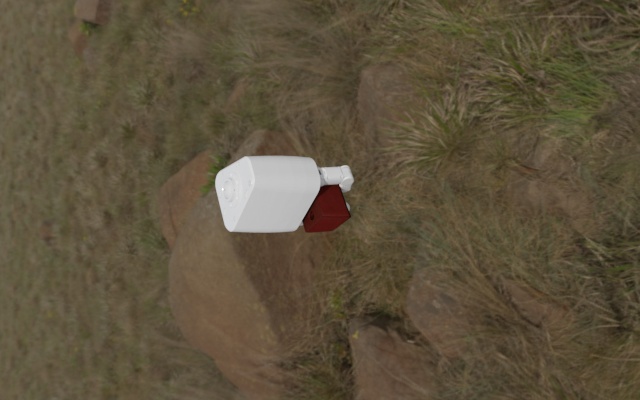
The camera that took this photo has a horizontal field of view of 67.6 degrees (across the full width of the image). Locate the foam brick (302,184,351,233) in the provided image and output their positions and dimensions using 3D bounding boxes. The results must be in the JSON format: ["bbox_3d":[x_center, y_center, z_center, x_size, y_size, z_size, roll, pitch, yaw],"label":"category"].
[{"bbox_3d":[0.000,0.003,0.704,0.051,0.078,0.053,-2,-28,-36],"label":"foam brick"}]
